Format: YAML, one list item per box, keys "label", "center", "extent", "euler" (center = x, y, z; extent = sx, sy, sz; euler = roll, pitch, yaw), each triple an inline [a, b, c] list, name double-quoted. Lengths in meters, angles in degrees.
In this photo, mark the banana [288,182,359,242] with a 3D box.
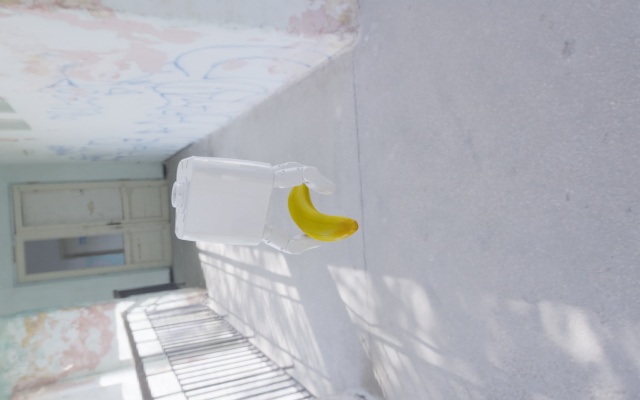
- label: "banana"
  center: [-0.008, 0.017, 0.686]
  extent: [0.037, 0.070, 0.197]
  euler: [15, 18, -30]
